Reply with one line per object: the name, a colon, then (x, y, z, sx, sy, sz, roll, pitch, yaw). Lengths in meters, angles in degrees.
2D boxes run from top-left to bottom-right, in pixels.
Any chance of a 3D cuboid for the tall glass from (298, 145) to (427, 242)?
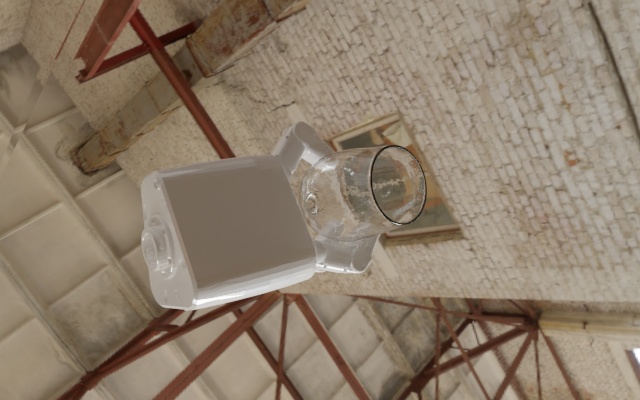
tall glass: (0.000, 0.001, 0.438, 0.079, 0.079, 0.201, 0, -8, -38)
